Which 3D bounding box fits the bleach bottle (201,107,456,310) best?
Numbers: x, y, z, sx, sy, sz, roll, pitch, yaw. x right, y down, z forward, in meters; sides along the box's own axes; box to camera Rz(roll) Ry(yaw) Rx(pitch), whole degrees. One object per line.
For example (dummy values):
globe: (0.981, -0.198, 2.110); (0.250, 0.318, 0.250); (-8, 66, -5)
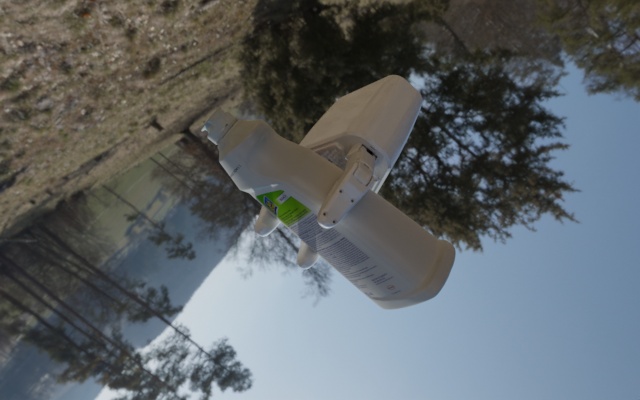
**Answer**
bleach bottle: (0.000, 0.002, 0.446); (0.251, 0.068, 0.102); (39, -33, -10)
